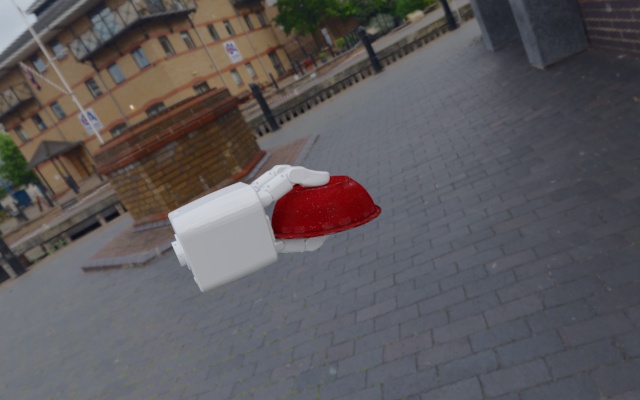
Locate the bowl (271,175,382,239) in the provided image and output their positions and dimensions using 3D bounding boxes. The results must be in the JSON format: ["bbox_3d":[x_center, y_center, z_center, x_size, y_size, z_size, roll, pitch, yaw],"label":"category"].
[{"bbox_3d":[0.001,0.001,0.658,0.162,0.055,0.162,-10,11,2],"label":"bowl"}]
